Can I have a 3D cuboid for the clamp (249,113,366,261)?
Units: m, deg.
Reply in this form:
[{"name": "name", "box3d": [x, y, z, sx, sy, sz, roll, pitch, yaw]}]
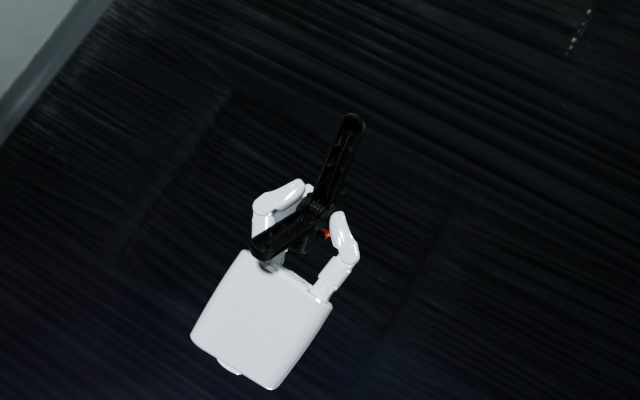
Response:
[{"name": "clamp", "box3d": [0.001, 0.002, 0.523, 0.036, 0.164, 0.210, 35, -5, 12]}]
